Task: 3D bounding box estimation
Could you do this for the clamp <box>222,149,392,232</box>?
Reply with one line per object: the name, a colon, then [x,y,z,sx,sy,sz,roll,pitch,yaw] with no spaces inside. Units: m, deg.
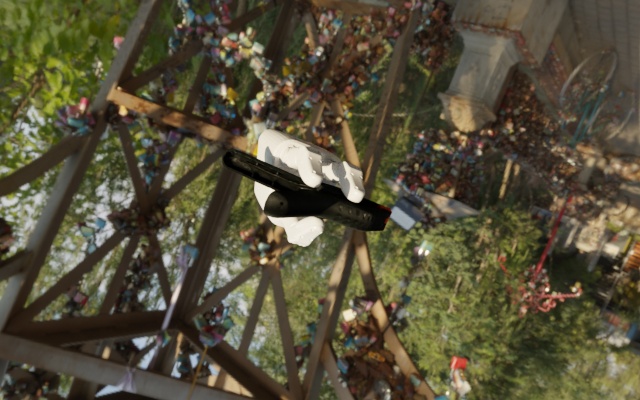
clamp: [0.000,0.003,0.536,0.210,0.036,0.164,18,13,-25]
